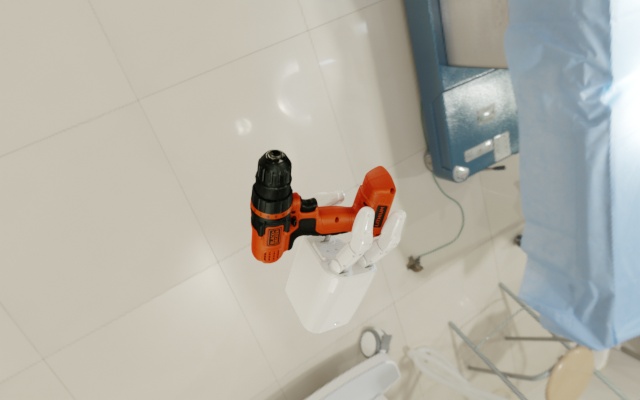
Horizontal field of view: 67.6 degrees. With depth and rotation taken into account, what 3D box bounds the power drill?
[{"bbox_3d":[0.001,0.002,0.626,0.187,0.057,0.185,-7,-41,-17],"label":"power drill"}]
